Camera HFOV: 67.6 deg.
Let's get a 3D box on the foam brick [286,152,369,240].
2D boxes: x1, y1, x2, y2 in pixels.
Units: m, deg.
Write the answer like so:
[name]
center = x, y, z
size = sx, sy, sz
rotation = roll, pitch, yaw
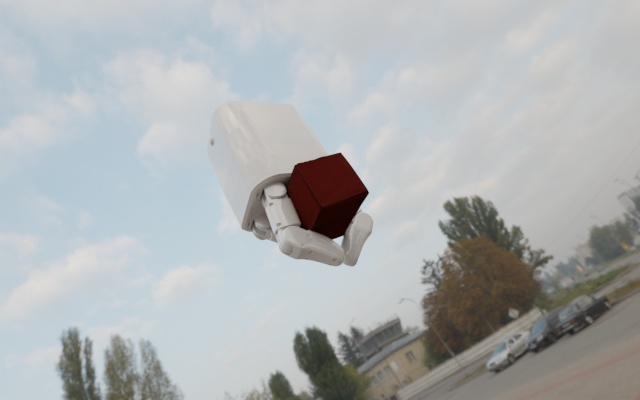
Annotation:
[foam brick]
center = 0.000, 0.001, 0.449
size = 0.053, 0.051, 0.078
rotation = -17, -27, -29
